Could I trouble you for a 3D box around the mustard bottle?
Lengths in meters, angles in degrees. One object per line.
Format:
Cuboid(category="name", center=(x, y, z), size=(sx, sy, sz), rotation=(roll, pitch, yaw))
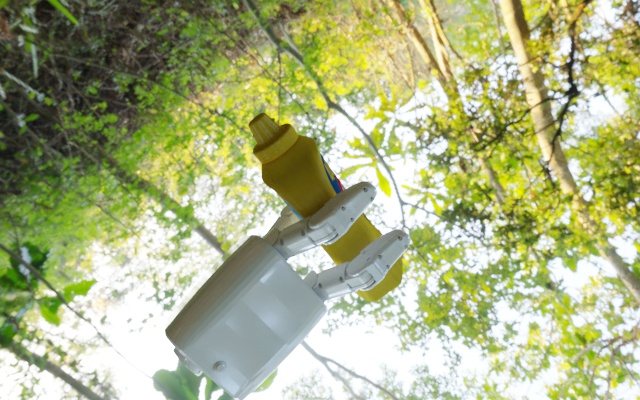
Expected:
Cuboid(category="mustard bottle", center=(0.000, 0.001, 0.434), size=(0.058, 0.192, 0.096), rotation=(-36, 23, 6))
